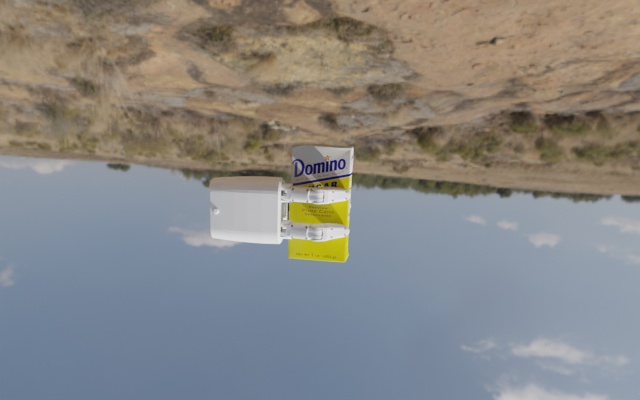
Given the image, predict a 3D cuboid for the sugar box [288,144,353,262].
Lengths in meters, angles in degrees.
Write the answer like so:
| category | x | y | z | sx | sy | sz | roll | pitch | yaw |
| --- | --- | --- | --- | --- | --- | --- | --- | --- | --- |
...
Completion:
| category | x | y | z | sx | sy | sz | roll | pitch | yaw |
| --- | --- | --- | --- | --- | --- | --- | --- | --- | --- |
| sugar box | 0.000 | 0.003 | 0.735 | 0.093 | 0.176 | 0.048 | 3 | 11 | 7 |
